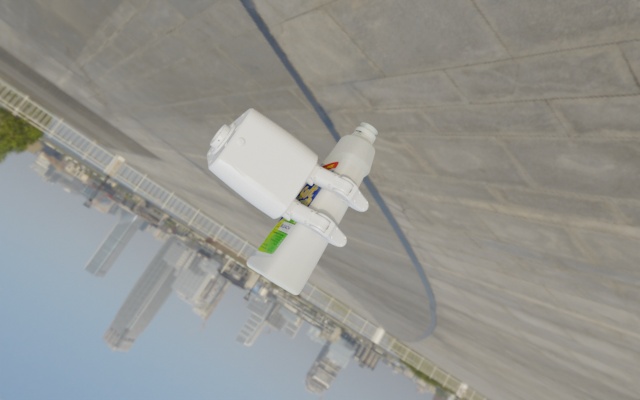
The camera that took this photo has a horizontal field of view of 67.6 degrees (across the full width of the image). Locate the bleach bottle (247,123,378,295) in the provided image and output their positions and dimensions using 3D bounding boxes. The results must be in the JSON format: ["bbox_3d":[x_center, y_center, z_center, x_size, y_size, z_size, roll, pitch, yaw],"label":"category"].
[{"bbox_3d":[0.000,0.002,0.657,0.068,0.250,0.102,37,-13,-20],"label":"bleach bottle"}]
